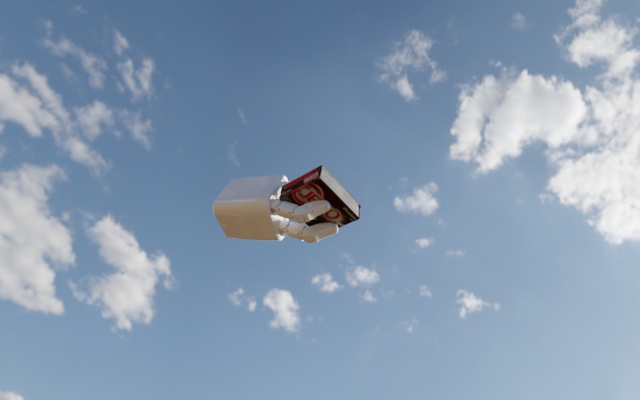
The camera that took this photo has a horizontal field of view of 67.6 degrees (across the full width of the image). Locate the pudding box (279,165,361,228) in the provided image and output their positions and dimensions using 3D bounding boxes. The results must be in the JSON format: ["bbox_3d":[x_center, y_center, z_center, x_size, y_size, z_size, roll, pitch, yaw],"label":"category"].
[{"bbox_3d":[0.000,0.003,0.809,0.090,0.039,0.113,-26,-53,33],"label":"pudding box"}]
